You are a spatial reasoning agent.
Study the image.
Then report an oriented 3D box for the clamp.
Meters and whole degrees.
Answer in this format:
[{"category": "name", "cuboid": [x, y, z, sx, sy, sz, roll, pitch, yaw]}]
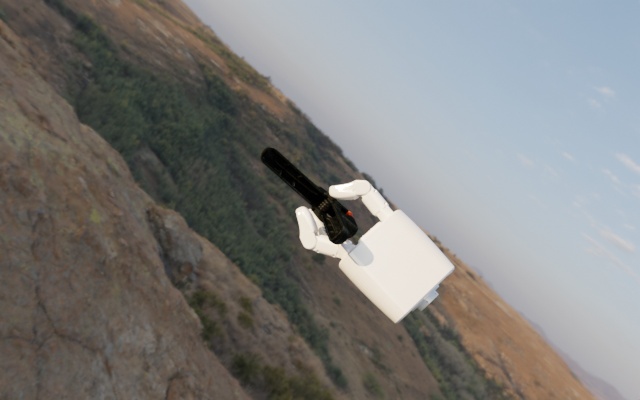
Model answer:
[{"category": "clamp", "cuboid": [0.001, 0.002, 0.677, 0.036, 0.164, 0.210, -43, -16, 6]}]
